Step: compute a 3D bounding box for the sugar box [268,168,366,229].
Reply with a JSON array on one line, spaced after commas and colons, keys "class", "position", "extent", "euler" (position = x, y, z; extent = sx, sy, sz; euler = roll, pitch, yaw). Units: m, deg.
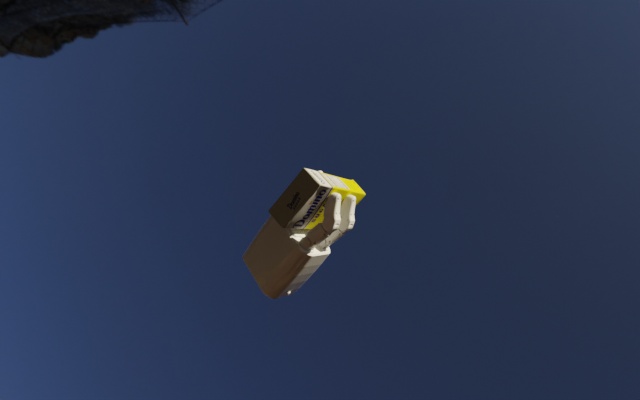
[{"class": "sugar box", "position": [0.000, 0.003, 0.784], "extent": [0.048, 0.093, 0.176], "euler": [47, 18, 20]}]
